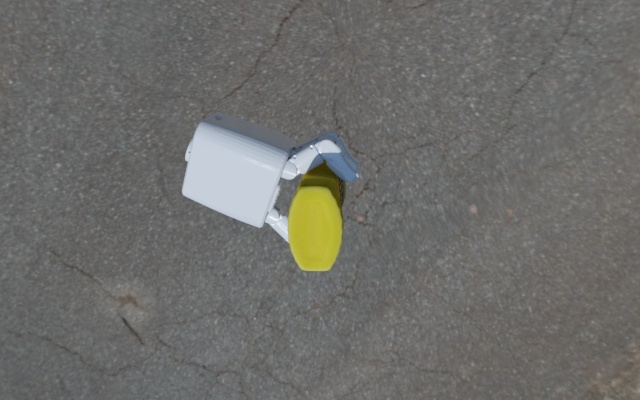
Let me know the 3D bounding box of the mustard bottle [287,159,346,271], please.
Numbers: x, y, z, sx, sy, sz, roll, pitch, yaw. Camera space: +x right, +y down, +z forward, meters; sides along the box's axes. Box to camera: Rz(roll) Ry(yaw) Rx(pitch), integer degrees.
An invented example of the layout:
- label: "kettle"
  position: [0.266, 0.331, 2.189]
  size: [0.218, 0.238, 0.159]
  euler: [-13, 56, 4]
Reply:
- label: "mustard bottle"
  position: [0.000, 0.002, 0.573]
  size: [0.058, 0.096, 0.191]
  euler: [-1, 18, 4]
